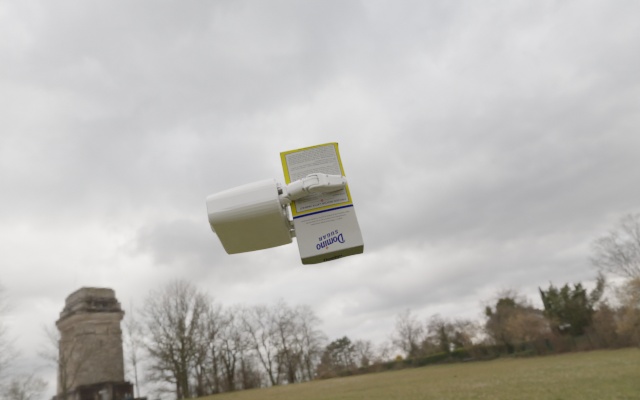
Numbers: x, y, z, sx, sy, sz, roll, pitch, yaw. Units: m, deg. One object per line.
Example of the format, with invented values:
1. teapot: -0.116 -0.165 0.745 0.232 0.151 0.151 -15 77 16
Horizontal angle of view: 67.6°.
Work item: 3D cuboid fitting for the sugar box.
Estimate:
1. sugar box: 0.000 0.002 0.712 0.093 0.176 0.048 -12 -22 -2
